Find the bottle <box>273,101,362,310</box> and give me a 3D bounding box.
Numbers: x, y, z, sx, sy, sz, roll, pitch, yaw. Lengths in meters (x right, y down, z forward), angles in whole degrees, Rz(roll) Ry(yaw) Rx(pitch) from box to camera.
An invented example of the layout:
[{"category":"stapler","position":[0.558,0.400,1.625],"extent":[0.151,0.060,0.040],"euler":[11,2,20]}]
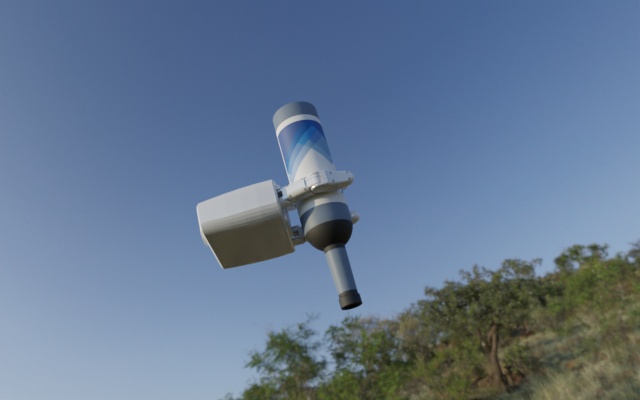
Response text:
[{"category":"bottle","position":[0.000,0.002,0.644],"extent":[0.069,0.295,0.069],"euler":[-14,-25,-7]}]
